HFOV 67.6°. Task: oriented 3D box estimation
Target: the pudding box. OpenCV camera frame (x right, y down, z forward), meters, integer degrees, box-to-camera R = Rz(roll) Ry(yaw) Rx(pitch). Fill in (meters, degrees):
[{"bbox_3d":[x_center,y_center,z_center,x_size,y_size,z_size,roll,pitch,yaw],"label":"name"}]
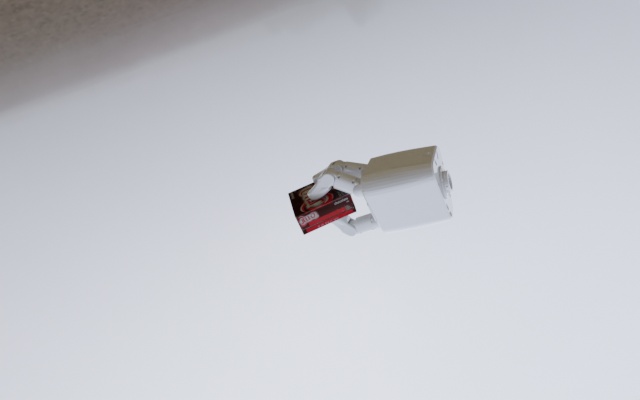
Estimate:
[{"bbox_3d":[0.000,0.003,0.759,0.090,0.039,0.113,-23,20,-1],"label":"pudding box"}]
